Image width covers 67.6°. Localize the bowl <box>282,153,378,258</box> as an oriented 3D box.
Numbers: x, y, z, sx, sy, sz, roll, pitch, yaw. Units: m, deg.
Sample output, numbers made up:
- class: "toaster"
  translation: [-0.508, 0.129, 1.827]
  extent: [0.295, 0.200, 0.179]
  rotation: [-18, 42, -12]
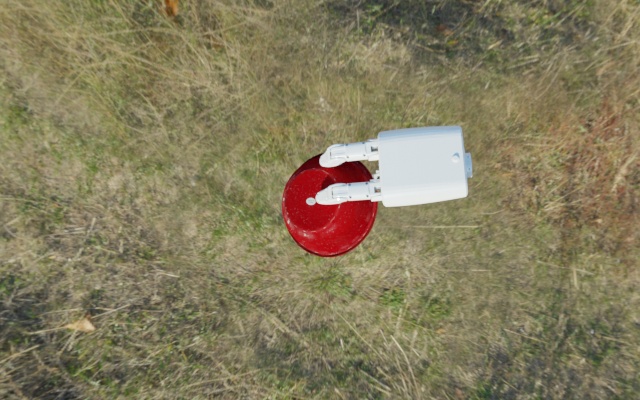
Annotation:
- class: "bowl"
  translation: [-0.001, 0.003, 0.702]
  extent: [0.162, 0.162, 0.055]
  rotation: [0, -7, 29]
